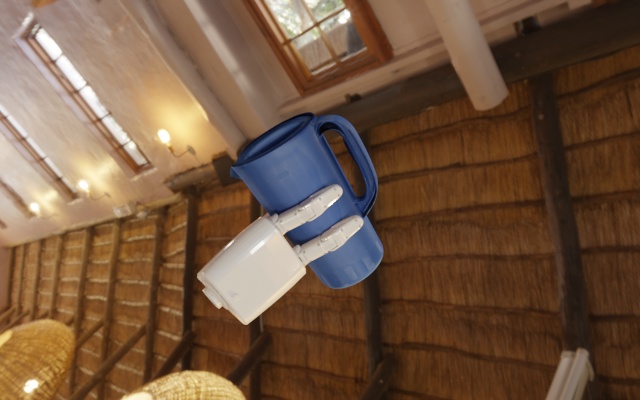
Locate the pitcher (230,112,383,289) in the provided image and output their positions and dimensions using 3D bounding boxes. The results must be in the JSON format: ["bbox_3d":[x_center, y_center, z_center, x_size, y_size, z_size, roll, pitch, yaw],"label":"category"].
[{"bbox_3d":[0.000,0.002,0.682,0.145,0.243,0.149,-42,23,-21],"label":"pitcher"}]
